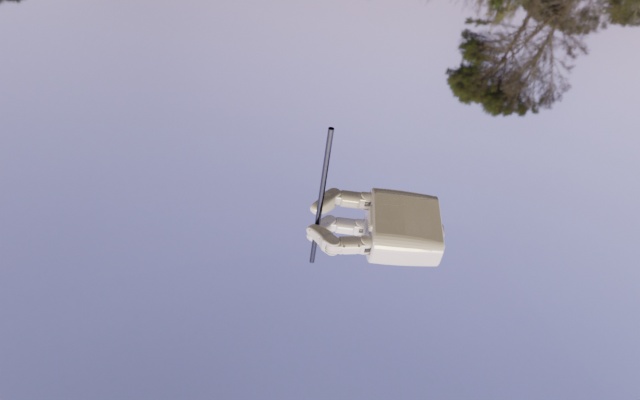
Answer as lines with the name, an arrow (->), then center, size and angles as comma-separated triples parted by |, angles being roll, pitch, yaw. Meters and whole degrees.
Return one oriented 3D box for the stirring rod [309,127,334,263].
stirring rod -> 0.000, 0.002, 0.684 | 0.011, 0.240, 0.011 | 5, 38, -4
